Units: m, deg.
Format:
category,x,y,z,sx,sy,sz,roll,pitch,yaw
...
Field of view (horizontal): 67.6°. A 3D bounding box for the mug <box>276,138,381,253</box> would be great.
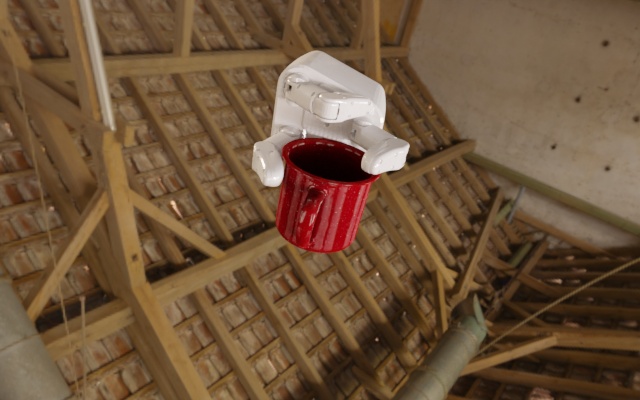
category,x,y,z,sx,sy,sz,roll,pitch,yaw
mug,0.000,0.002,0.447,0.093,0.081,0.117,16,29,4
